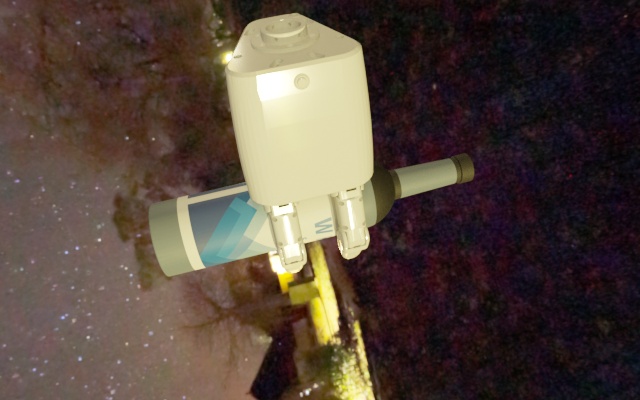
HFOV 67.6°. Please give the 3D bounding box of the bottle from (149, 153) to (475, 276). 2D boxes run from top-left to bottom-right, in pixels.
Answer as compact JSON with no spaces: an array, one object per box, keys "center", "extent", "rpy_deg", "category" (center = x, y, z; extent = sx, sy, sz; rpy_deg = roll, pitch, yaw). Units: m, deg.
[{"center":[0.000,0.002,0.442],"extent":[0.296,0.069,0.069],"rpy_deg":[-13,2,-7],"category":"bottle"}]
